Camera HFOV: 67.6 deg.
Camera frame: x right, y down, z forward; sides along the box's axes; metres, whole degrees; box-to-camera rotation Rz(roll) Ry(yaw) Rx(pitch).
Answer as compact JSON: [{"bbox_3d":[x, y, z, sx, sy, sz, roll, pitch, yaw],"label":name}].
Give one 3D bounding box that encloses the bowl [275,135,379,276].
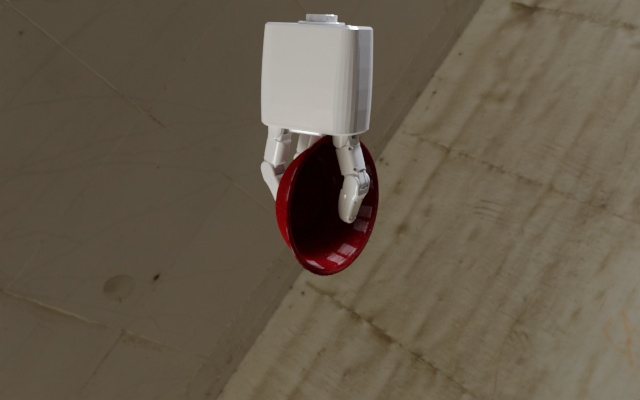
[{"bbox_3d":[0.000,0.003,0.550,0.055,0.162,0.162,9,6,40],"label":"bowl"}]
